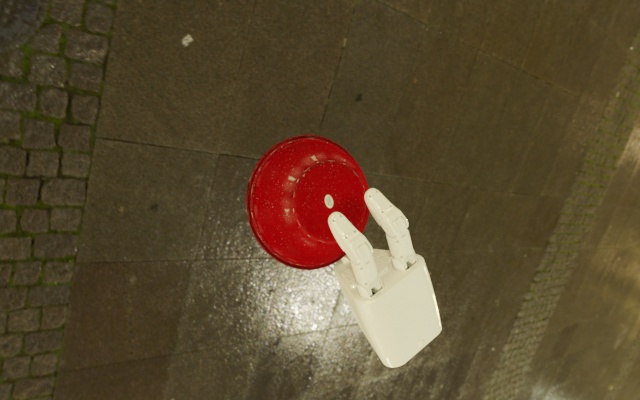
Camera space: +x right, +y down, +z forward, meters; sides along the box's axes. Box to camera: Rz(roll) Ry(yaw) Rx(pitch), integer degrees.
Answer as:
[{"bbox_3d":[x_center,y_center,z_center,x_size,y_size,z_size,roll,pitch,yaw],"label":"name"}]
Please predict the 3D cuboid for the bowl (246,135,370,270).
[{"bbox_3d":[-0.001,0.001,0.547,0.162,0.162,0.055,0,-1,-26],"label":"bowl"}]
